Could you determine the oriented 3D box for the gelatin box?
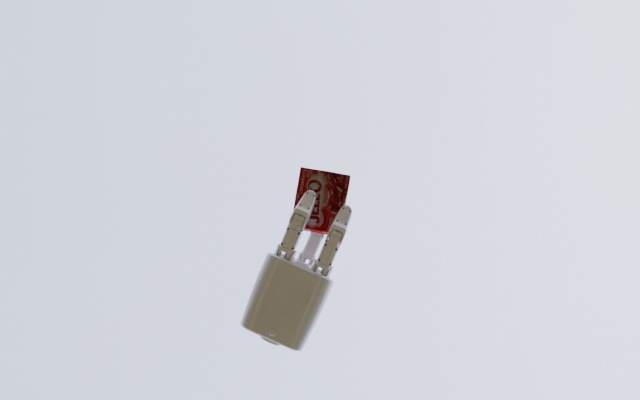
[{"bbox_3d":[0.000,0.002,0.686,0.073,0.089,0.030,10,-10,2],"label":"gelatin box"}]
